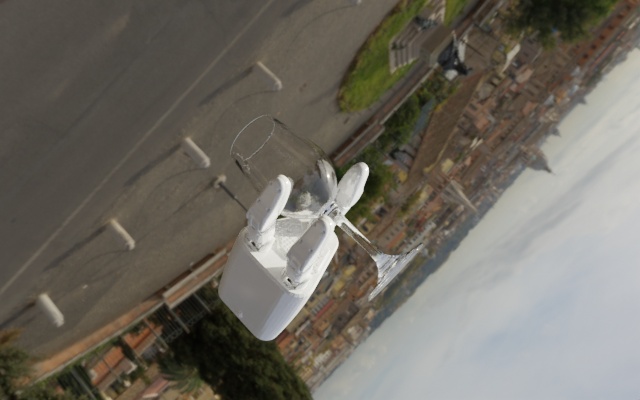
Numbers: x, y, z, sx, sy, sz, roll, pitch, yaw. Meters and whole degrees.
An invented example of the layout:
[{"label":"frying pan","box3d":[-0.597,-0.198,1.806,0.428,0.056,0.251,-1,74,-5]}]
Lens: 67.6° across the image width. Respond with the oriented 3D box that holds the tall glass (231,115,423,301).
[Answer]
[{"label":"tall glass","box3d":[0.001,0.002,0.470,0.201,0.079,0.079,44,13,14]}]
